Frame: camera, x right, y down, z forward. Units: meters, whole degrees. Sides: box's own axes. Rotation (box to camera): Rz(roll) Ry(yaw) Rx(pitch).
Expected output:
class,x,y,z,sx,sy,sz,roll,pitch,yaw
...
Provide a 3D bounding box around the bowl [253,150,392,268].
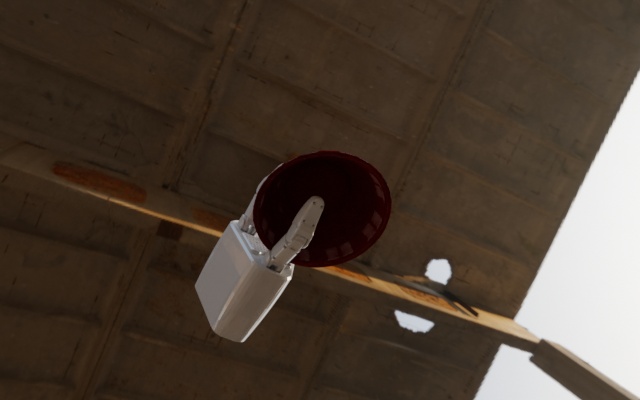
class,x,y,z,sx,sy,sz,roll,pitch,yaw
bowl,0.001,0.001,0.572,0.162,0.162,0.055,0,33,-8
